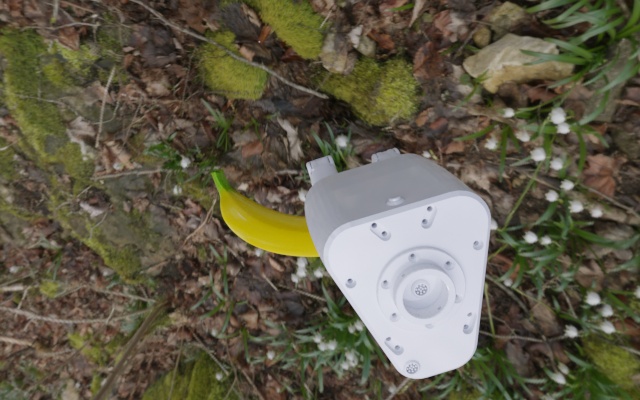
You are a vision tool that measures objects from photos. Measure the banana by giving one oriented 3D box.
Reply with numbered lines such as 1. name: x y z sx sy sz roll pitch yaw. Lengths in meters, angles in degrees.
1. banana: -0.006 0.019 0.440 0.198 0.069 0.037 8 10 -5
